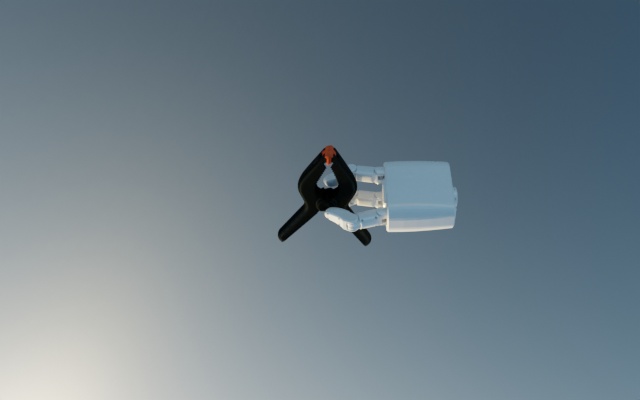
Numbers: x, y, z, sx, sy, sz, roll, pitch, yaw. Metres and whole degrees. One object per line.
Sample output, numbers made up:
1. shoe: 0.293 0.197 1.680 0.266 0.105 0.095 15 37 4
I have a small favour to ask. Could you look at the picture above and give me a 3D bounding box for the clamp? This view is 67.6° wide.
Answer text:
1. clamp: 0.000 0.003 0.787 0.164 0.210 0.036 -3 43 4
